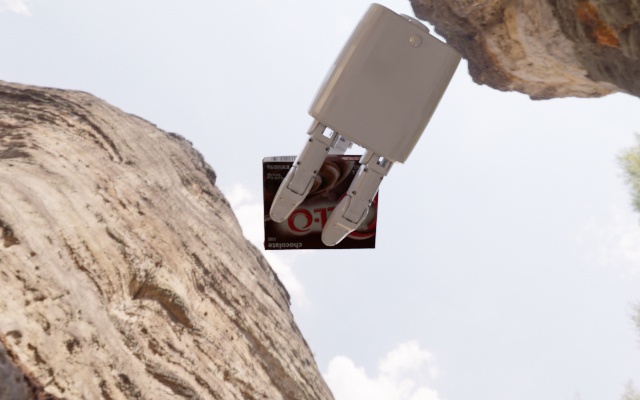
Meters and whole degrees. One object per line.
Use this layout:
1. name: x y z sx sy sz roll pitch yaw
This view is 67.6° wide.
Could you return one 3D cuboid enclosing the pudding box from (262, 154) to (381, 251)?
1. pudding box: 0.000 0.001 0.467 0.113 0.090 0.039 0 17 -3
